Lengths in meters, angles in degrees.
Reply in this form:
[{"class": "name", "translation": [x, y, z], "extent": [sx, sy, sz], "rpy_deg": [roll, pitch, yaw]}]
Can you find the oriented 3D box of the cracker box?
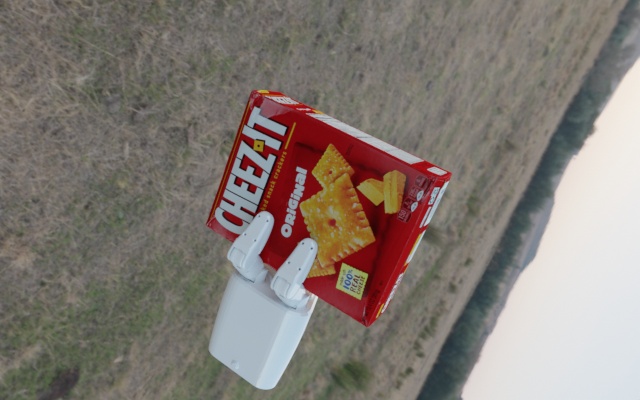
[{"class": "cracker box", "translation": [0.000, 0.002, 0.496], "extent": [0.213, 0.164, 0.072], "rpy_deg": [28, 17, 19]}]
